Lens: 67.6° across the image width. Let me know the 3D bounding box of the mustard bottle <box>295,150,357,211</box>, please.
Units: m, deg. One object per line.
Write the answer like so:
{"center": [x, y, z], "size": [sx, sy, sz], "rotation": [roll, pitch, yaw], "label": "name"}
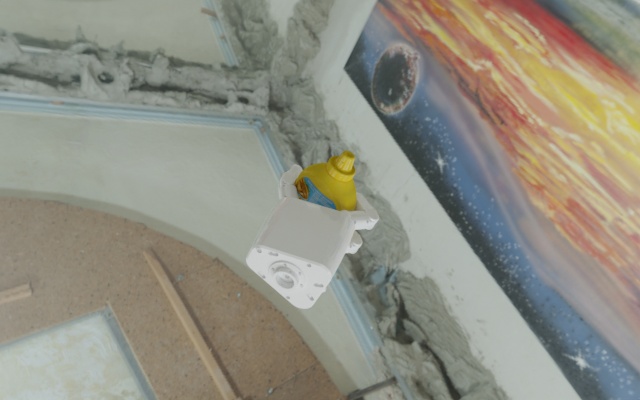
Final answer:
{"center": [0.000, 0.002, 0.703], "size": [0.058, 0.096, 0.192], "rotation": [-25, -26, -46], "label": "mustard bottle"}
